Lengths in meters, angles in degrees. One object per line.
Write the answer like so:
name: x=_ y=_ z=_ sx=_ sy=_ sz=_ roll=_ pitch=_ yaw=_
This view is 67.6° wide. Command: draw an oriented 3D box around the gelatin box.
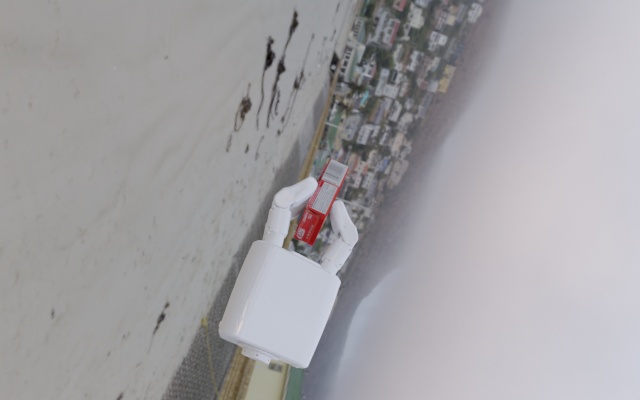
gelatin box: x=0.001 y=0.002 z=0.607 sx=0.030 sy=0.089 sz=0.073 roll=26 pitch=-35 yaw=0
